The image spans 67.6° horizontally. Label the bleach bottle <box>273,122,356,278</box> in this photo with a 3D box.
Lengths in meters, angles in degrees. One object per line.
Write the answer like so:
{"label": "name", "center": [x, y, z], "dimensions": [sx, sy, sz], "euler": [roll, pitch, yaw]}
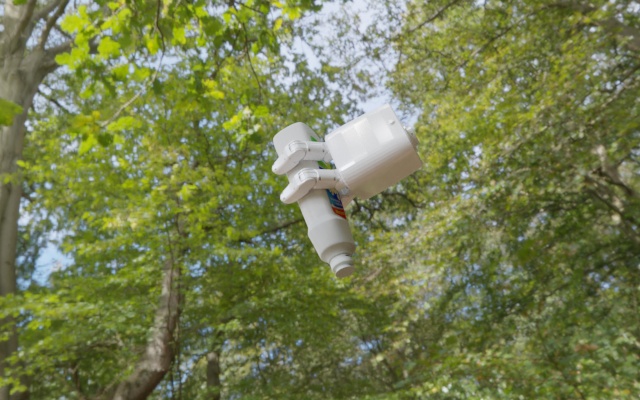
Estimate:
{"label": "bleach bottle", "center": [0.000, 0.002, 0.704], "dimensions": [0.068, 0.250, 0.103], "euler": [-29, -36, 11]}
